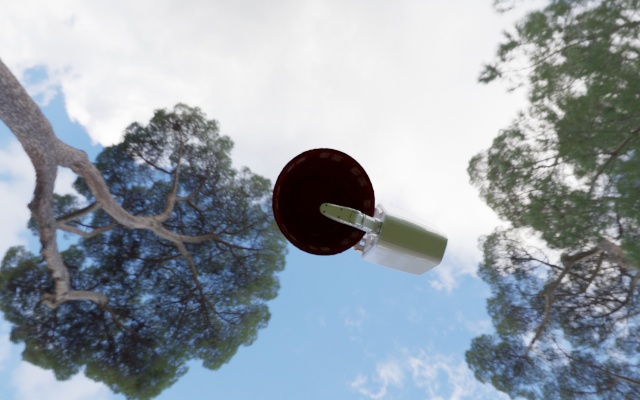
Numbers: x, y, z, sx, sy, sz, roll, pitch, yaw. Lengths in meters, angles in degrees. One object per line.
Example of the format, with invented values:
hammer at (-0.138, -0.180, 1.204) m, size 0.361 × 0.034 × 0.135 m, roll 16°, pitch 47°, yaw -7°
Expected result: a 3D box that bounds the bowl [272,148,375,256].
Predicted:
bowl at (-0.001, 0.002, 0.734) m, size 0.162 × 0.162 × 0.055 m, roll 0°, pitch -1°, yaw -17°
